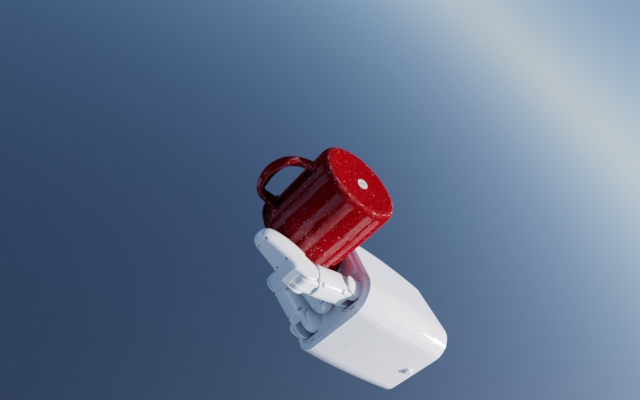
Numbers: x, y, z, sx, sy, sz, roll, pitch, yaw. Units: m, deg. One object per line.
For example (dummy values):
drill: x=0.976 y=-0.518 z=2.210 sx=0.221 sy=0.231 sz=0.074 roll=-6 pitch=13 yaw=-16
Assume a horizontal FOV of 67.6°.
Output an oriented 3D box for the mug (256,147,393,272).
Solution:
mug: x=-0.001 y=0.000 z=0.419 sx=0.117 sy=0.081 sz=0.093 roll=34 pitch=29 yaw=-23
